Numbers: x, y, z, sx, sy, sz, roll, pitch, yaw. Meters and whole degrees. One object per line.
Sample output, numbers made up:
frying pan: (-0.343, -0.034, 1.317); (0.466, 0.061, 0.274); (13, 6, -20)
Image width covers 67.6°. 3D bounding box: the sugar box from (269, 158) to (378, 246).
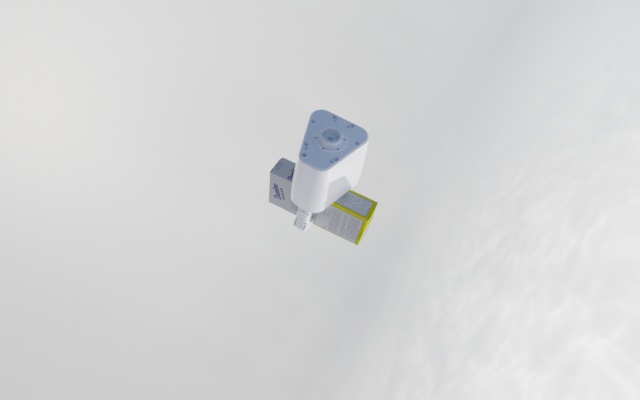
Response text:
sugar box: (0.000, 0.002, 0.792); (0.176, 0.048, 0.093); (28, -32, 10)
